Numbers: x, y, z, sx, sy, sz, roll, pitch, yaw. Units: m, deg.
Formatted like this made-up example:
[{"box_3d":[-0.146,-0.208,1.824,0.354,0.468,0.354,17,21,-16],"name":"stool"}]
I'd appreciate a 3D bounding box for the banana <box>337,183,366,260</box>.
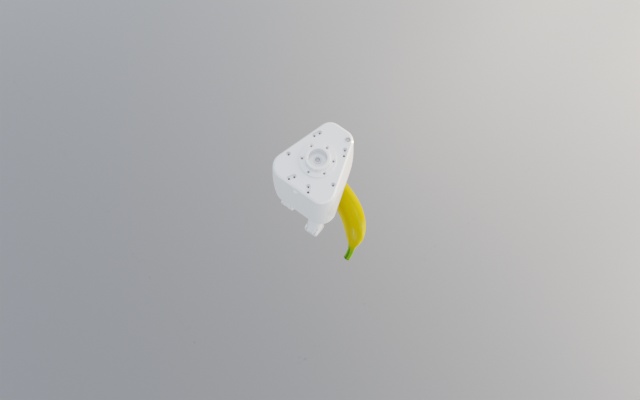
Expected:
[{"box_3d":[0.018,-0.004,0.763,0.069,0.198,0.037,-32,-8,4],"name":"banana"}]
